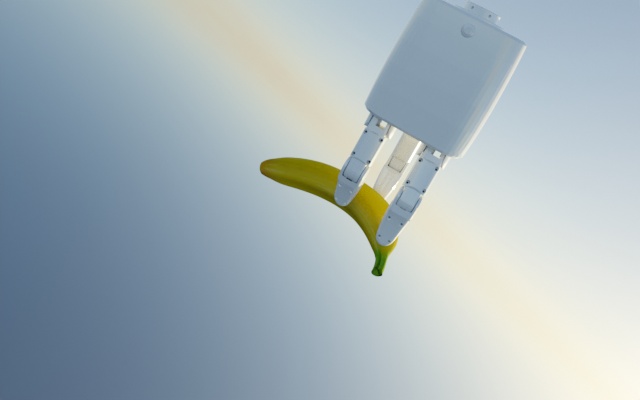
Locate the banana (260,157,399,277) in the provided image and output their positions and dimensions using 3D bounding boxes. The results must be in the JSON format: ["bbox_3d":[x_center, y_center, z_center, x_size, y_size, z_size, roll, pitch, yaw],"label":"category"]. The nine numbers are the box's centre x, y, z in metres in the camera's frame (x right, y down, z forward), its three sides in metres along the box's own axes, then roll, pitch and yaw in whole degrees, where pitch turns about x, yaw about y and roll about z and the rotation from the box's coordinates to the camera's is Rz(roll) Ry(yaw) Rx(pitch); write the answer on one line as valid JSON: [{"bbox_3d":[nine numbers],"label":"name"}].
[{"bbox_3d":[0.017,-0.003,0.504,0.069,0.037,0.197,-25,48,-32],"label":"banana"}]
